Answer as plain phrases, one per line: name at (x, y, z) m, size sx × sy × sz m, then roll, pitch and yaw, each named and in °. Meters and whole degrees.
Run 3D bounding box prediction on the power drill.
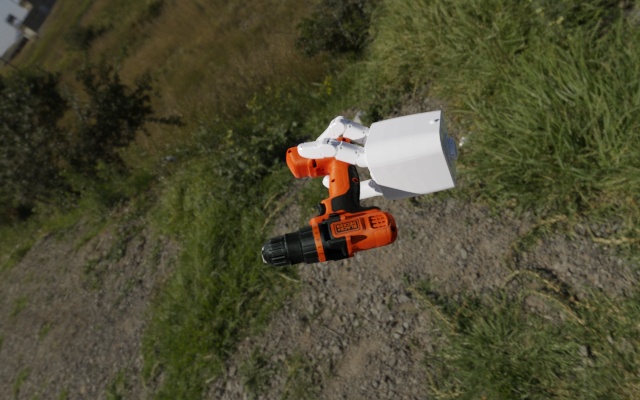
power drill at (0.000, 0.002, 0.683) m, size 0.184 × 0.187 × 0.057 m, roll -11°, pitch -36°, yaw -2°
